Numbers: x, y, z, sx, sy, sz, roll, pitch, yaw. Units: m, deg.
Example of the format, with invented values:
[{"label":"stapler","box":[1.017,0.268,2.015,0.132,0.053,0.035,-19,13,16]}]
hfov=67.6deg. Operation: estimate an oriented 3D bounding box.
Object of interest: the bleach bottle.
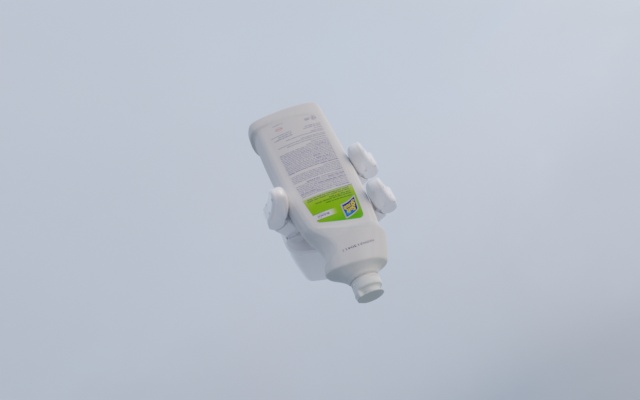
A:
[{"label":"bleach bottle","box":[0.000,0.002,0.542,0.102,0.250,0.068,-22,-32,-3]}]
